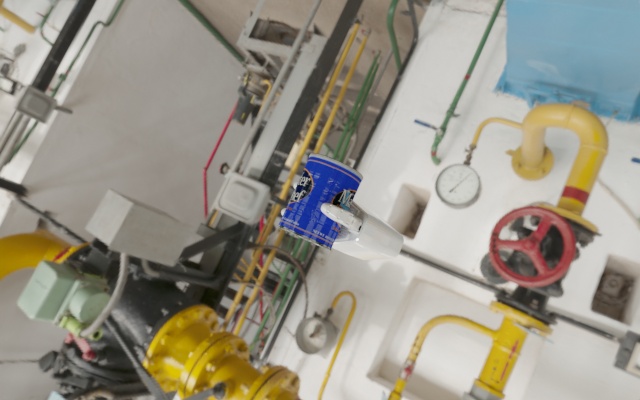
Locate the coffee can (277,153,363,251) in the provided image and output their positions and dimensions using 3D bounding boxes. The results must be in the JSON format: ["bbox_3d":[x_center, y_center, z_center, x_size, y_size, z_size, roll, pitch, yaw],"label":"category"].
[{"bbox_3d":[0.000,0.003,0.831,0.103,0.140,0.103,24,-6,3],"label":"coffee can"}]
